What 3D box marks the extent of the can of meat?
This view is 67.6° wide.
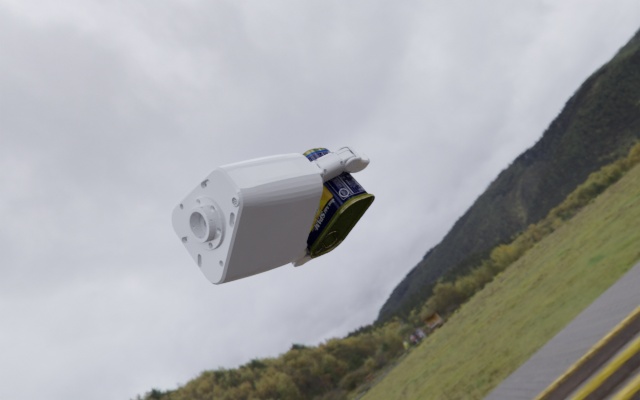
[{"bbox_3d":[0.000,0.001,0.552,0.057,0.084,0.102,-17,-31,-47],"label":"can of meat"}]
